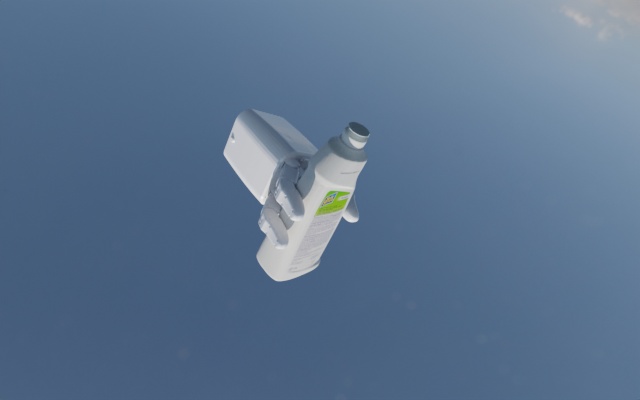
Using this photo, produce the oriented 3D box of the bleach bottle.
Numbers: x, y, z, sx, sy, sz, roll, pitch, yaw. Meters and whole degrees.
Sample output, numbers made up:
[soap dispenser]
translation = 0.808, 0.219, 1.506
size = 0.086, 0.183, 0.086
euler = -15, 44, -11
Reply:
[bleach bottle]
translation = 0.000, 0.002, 0.643
size = 0.102, 0.251, 0.068
euler = -17, 56, -46
